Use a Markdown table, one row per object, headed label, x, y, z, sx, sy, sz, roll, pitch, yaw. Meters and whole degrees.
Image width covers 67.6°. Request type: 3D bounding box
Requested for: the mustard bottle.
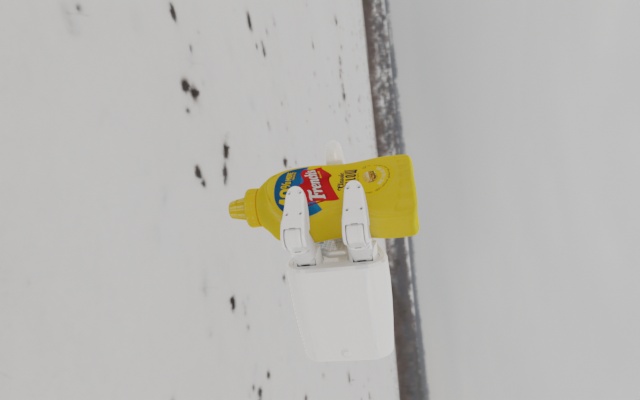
| label | x | y | z | sx | sy | sz | roll | pitch | yaw |
| --- | --- | --- | --- | --- | --- | --- | --- | --- | --- |
| mustard bottle | 0.000 | 0.001 | 0.487 | 0.191 | 0.058 | 0.096 | -6 | 42 | 10 |
